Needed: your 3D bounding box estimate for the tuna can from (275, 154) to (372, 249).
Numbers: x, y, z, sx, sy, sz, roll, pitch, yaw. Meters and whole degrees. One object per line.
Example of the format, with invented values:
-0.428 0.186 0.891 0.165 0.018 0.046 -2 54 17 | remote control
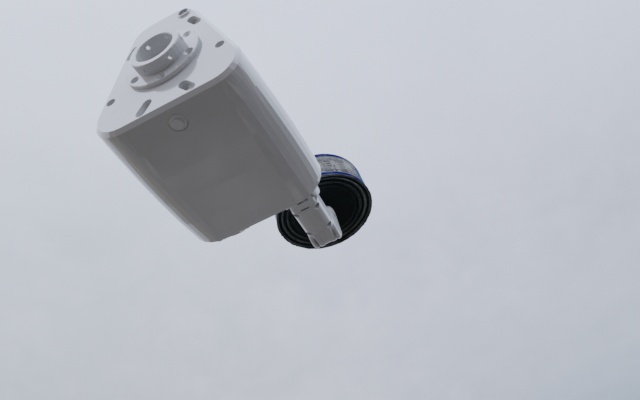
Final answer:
0.000 0.001 0.424 0.086 0.086 0.033 0 40 -20 | tuna can
